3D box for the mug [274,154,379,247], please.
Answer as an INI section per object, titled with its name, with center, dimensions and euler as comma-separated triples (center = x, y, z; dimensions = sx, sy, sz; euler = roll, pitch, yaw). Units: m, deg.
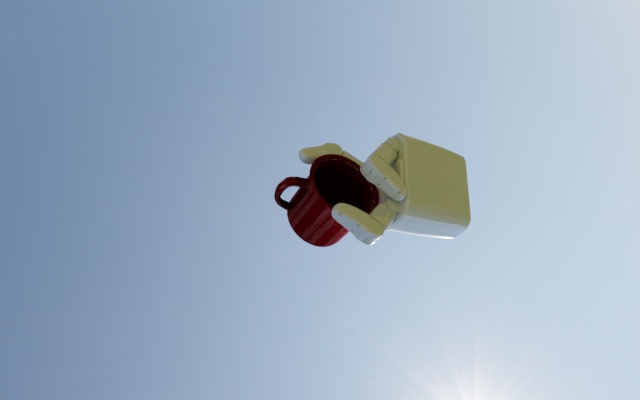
[mug]
center = -0.001, 0.002, 0.577
dimensions = 0.117, 0.093, 0.081
euler = 13, -39, -26
